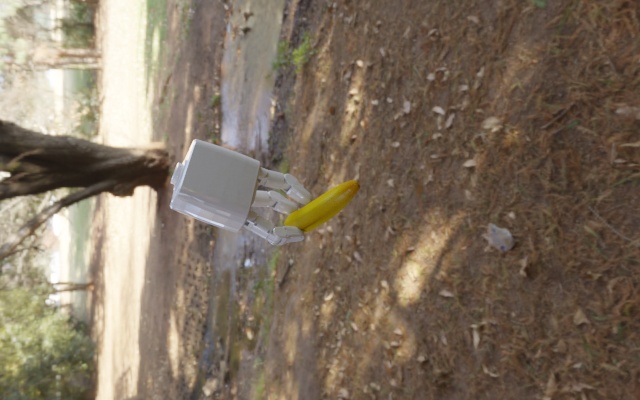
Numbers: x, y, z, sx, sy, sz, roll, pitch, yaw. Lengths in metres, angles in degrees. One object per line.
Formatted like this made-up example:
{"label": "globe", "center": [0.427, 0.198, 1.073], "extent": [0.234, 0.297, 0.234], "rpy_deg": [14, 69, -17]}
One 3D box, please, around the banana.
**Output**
{"label": "banana", "center": [-0.011, 0.017, 0.751], "extent": [0.037, 0.069, 0.198], "rpy_deg": [42, -30, -13]}
